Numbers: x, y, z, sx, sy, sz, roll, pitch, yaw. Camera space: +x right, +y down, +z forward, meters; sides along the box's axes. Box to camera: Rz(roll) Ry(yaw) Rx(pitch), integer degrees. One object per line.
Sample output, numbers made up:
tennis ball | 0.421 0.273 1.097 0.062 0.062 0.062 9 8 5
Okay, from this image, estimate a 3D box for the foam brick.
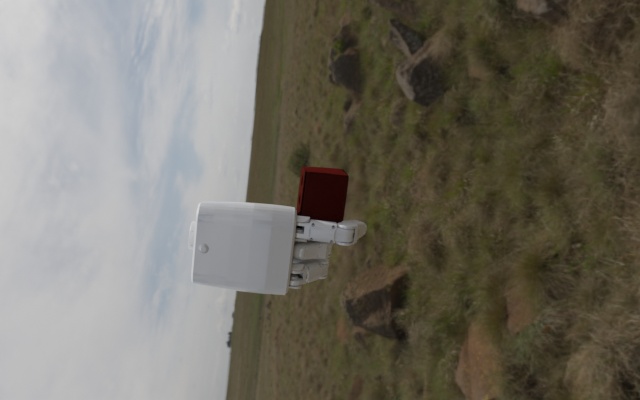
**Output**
foam brick | 0.000 0.002 0.557 0.051 0.078 0.053 6 10 -6
